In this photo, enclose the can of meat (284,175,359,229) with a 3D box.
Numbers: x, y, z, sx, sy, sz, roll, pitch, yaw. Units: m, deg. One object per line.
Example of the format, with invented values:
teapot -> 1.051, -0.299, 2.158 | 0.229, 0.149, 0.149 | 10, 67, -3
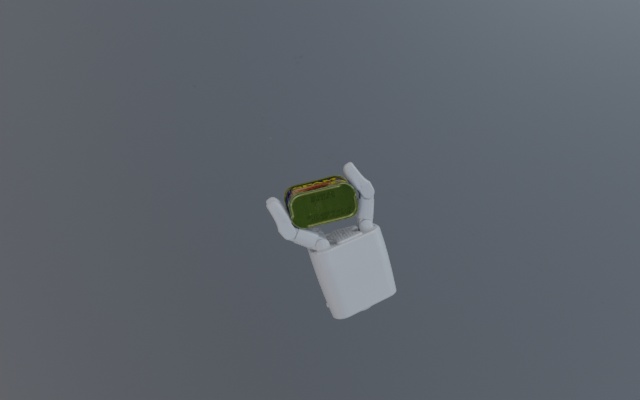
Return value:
can of meat -> 0.000, 0.002, 0.695 | 0.102, 0.057, 0.084 | -14, 10, -4
